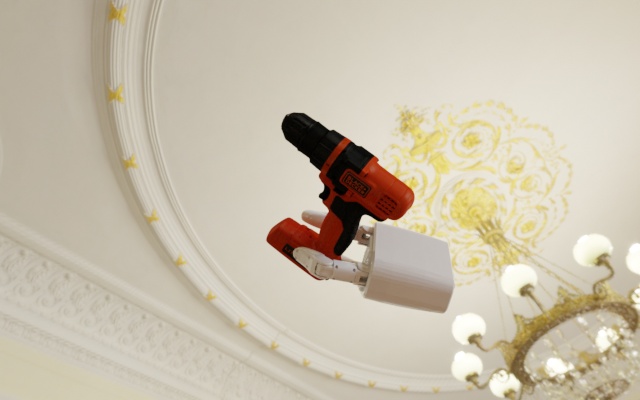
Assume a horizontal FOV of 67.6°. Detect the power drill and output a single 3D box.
[{"bbox_3d":[0.000,0.002,0.607,0.184,0.188,0.057,38,38,6],"label":"power drill"}]
